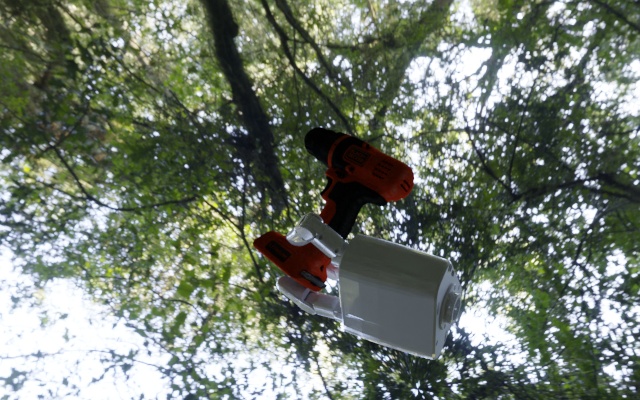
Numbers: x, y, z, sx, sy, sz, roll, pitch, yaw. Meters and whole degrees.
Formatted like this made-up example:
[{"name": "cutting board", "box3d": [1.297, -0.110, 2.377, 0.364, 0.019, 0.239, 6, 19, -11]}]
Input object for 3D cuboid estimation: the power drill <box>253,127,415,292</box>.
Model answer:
[{"name": "power drill", "box3d": [0.000, 0.002, 0.591, 0.184, 0.187, 0.057, 32, -4, 46]}]
